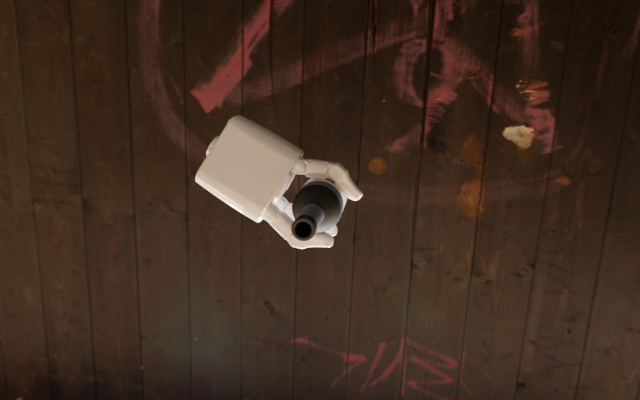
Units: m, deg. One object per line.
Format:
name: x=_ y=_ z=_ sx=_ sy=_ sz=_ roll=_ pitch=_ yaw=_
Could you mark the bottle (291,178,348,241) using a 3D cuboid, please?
bottle: x=0.000 y=0.002 z=0.665 sx=0.069 sy=0.069 sz=0.295 roll=0 pitch=12 yaw=8
